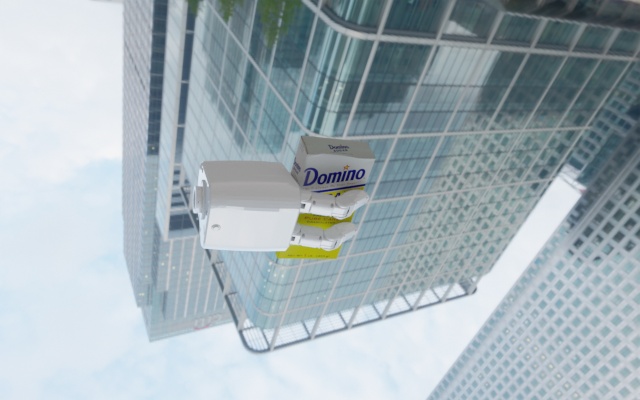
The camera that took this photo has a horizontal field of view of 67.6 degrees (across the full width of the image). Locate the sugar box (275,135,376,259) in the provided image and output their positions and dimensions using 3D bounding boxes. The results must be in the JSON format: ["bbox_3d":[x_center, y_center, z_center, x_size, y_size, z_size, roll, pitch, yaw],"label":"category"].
[{"bbox_3d":[0.000,0.003,0.634,0.093,0.176,0.048,2,40,-21],"label":"sugar box"}]
